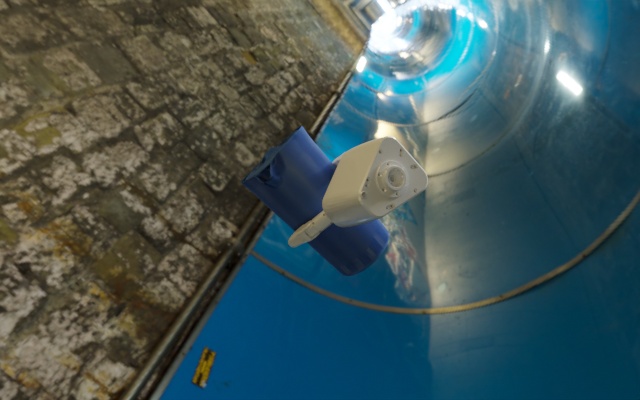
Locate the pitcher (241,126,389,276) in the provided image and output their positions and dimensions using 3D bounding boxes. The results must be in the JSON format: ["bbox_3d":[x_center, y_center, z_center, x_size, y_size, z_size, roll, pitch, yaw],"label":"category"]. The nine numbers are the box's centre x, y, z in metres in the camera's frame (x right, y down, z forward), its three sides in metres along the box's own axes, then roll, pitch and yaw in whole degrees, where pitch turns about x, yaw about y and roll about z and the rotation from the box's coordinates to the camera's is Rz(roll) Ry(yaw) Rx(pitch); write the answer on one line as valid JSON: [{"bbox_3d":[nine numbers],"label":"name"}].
[{"bbox_3d":[0.000,0.003,0.795,0.149,0.243,0.145,-49,13,-24],"label":"pitcher"}]
